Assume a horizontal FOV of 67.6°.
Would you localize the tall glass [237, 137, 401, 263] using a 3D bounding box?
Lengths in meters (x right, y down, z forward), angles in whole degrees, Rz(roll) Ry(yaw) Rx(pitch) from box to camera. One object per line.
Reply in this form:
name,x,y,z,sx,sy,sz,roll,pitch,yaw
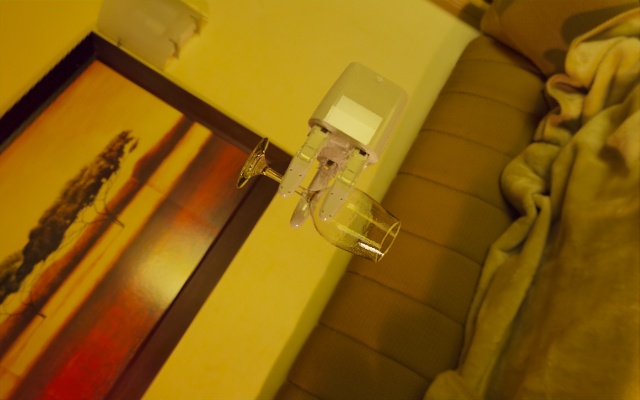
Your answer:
tall glass,-0.001,0.002,0.602,0.201,0.079,0.079,31,0,0
